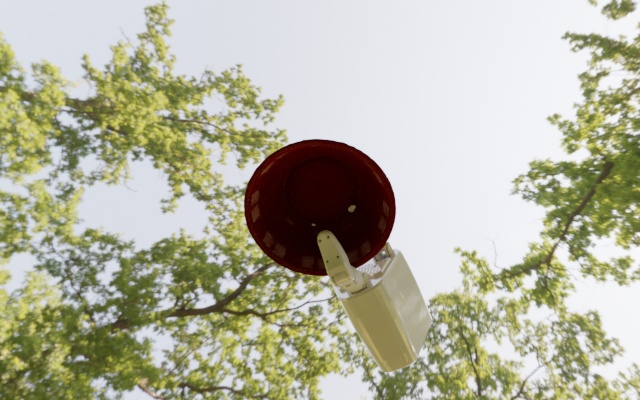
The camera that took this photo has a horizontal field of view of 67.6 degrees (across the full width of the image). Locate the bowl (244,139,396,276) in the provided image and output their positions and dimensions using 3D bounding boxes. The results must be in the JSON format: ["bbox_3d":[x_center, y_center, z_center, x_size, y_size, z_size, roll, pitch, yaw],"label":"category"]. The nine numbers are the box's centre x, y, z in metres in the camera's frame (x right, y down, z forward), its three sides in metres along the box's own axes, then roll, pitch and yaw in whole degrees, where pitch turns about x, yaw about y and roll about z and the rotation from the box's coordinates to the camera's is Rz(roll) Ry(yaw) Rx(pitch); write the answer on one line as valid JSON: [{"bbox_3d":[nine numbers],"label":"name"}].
[{"bbox_3d":[0.000,0.000,0.526,0.162,0.162,0.055,0,26,3],"label":"bowl"}]
